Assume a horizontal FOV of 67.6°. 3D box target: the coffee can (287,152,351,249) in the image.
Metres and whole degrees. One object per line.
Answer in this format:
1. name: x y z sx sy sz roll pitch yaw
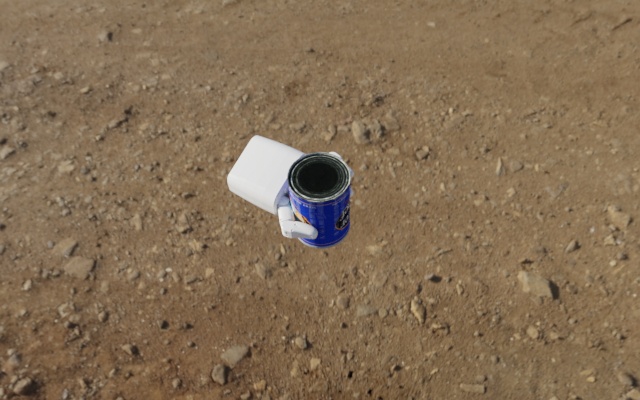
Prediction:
1. coffee can: 0.000 0.003 0.811 0.103 0.102 0.140 0 -36 3
